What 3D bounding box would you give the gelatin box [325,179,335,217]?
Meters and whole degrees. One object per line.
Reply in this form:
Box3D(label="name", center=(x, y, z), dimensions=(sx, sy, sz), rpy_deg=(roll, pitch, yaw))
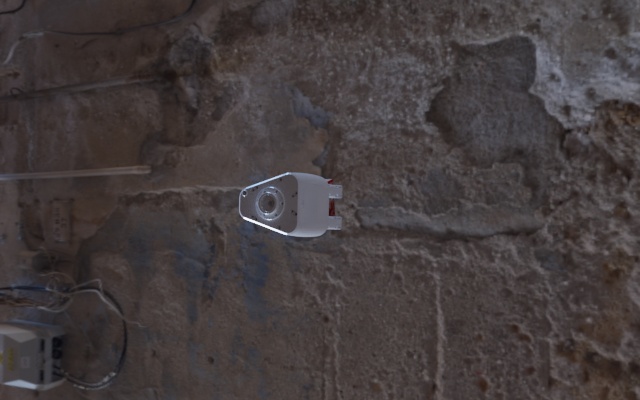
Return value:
Box3D(label="gelatin box", center=(0.000, 0.003, 0.874), dimensions=(0.030, 0.073, 0.089), rpy_deg=(0, 11, 20))
